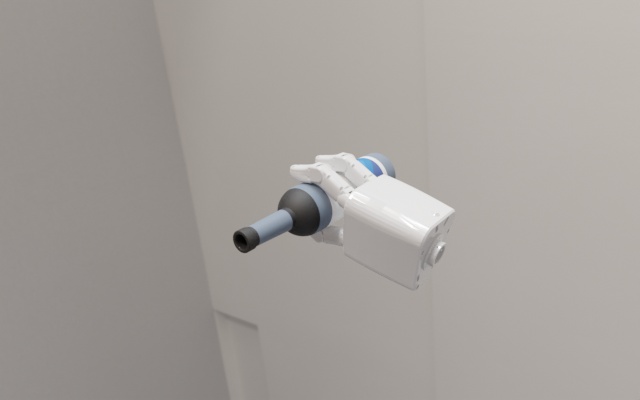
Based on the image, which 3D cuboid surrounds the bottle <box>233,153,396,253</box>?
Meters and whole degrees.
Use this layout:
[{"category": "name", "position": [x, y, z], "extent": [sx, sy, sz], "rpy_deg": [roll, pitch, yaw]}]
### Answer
[{"category": "bottle", "position": [0.000, 0.002, 0.641], "extent": [0.069, 0.069, 0.295], "rpy_deg": [0, 18, 39]}]
